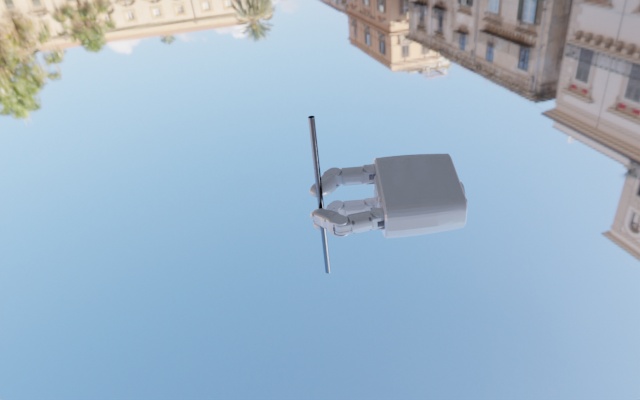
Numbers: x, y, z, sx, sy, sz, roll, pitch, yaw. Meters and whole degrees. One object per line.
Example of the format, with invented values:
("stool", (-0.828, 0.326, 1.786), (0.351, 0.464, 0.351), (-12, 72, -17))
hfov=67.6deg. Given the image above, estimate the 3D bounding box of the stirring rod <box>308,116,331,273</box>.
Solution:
("stirring rod", (0.000, 0.002, 0.632), (0.011, 0.240, 0.011), (-4, 32, 3))
